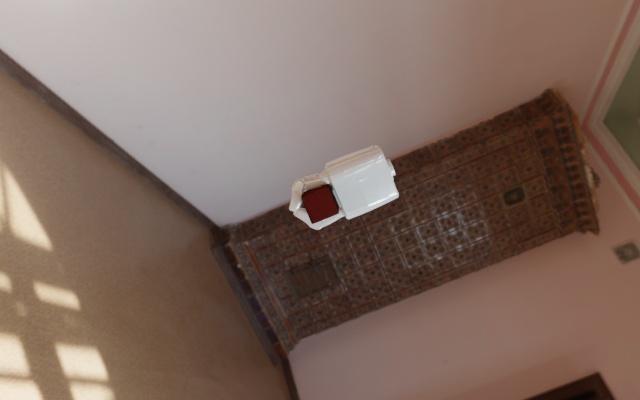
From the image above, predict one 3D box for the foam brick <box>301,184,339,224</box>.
[{"bbox_3d":[0.000,0.003,0.853,0.051,0.053,0.078,-21,8,5],"label":"foam brick"}]
